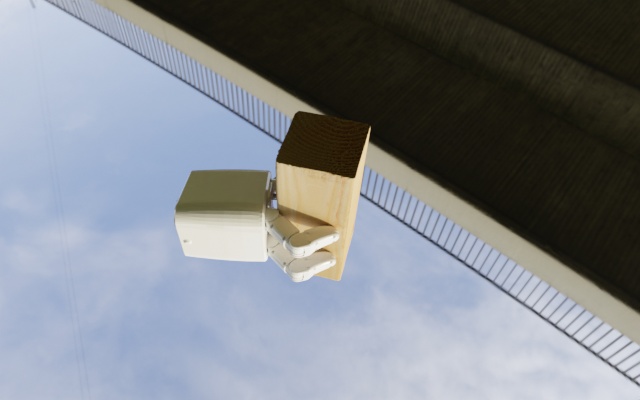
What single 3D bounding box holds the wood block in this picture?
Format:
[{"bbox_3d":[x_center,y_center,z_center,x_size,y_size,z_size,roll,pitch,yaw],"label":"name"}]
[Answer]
[{"bbox_3d":[0.000,0.002,0.600,0.090,0.090,0.206,12,-39,7],"label":"wood block"}]
